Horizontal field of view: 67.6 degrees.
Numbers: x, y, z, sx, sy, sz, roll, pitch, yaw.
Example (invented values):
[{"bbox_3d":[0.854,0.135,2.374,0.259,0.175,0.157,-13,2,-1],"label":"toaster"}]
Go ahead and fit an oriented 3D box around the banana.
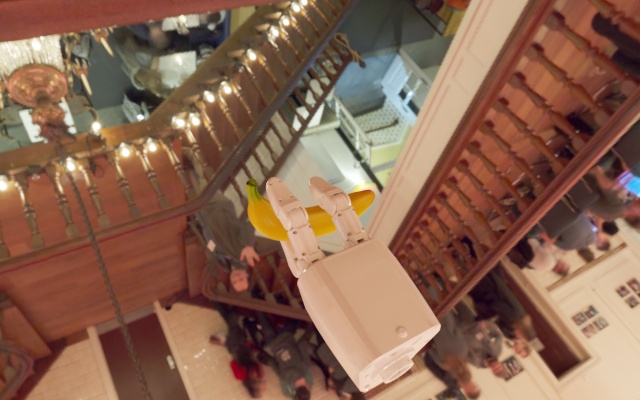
[{"bbox_3d":[-0.011,0.016,0.555,0.198,0.070,0.037,2,40,-45],"label":"banana"}]
